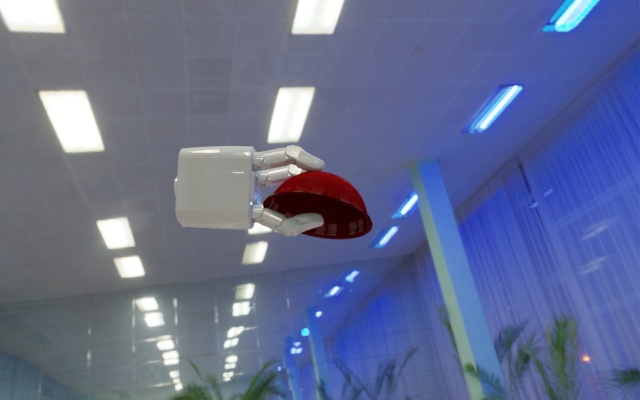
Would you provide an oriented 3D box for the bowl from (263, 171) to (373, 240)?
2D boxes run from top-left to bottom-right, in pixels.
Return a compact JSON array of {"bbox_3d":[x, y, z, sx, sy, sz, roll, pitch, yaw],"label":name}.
[{"bbox_3d":[0.001,0.002,0.700,0.162,0.055,0.162,10,-24,5],"label":"bowl"}]
